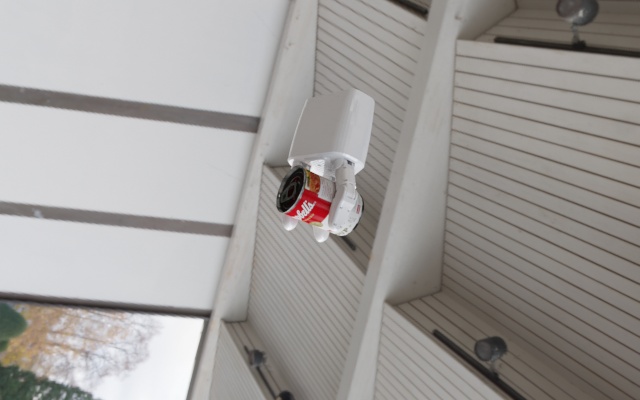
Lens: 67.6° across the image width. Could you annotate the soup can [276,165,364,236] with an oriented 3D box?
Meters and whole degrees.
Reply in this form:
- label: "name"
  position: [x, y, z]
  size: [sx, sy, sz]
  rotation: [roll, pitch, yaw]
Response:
- label: "soup can"
  position: [0.000, 0.003, 0.652]
  size: [0.102, 0.068, 0.068]
  rotation: [23, -12, -29]
